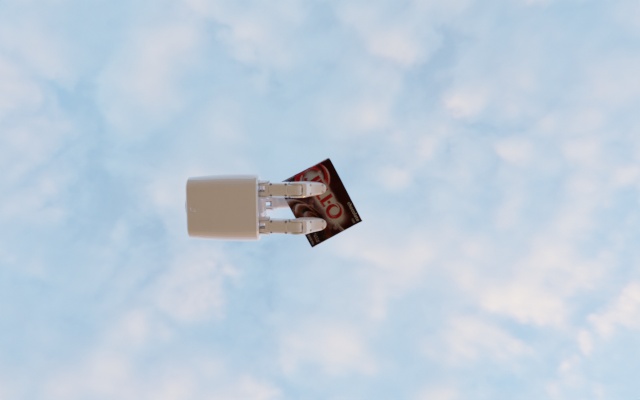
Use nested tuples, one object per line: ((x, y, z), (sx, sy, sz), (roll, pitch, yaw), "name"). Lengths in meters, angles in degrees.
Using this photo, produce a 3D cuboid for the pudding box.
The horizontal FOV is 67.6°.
((0.000, 0.002, 0.744), (0.090, 0.113, 0.039), (-28, 7, 3), "pudding box")
